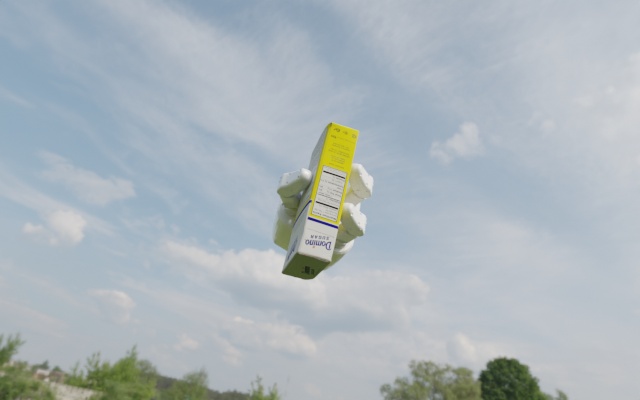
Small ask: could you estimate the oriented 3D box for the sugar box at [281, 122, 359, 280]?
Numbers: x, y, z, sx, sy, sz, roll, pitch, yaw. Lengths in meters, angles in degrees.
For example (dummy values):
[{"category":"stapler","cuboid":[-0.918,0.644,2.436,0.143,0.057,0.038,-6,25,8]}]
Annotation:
[{"category":"sugar box","cuboid":[0.001,0.002,0.583,0.048,0.176,0.093,16,-25,-10]}]
